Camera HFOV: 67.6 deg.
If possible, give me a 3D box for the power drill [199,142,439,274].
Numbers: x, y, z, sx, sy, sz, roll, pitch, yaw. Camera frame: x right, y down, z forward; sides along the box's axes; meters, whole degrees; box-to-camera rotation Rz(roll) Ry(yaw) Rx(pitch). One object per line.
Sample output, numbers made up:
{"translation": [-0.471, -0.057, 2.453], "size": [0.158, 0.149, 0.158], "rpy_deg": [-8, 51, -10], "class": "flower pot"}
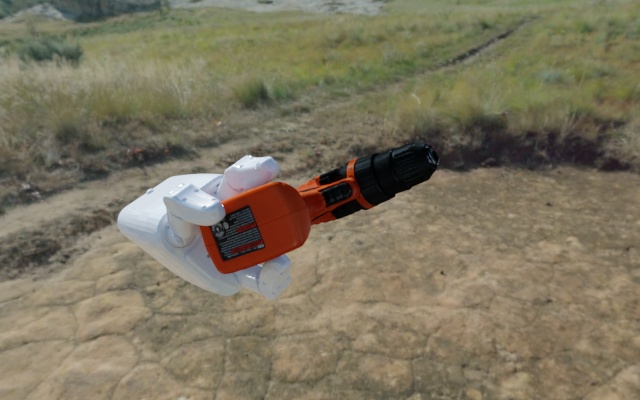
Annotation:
{"translation": [0.000, 0.002, 0.433], "size": [0.184, 0.057, 0.187], "rpy_deg": [-24, -2, 34], "class": "power drill"}
